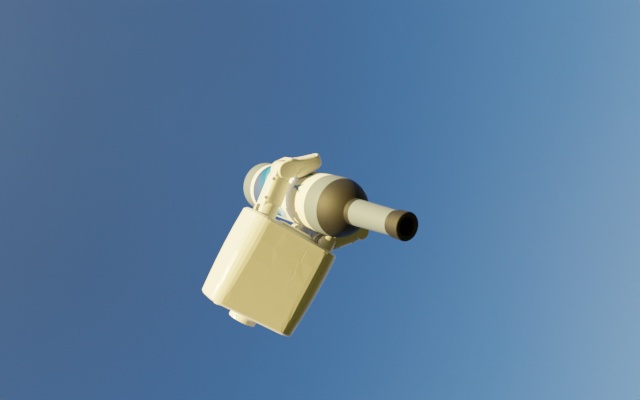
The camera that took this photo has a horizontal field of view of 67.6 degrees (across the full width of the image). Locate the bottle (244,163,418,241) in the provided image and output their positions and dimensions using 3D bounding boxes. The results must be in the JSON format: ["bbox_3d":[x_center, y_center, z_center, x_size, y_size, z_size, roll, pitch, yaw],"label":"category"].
[{"bbox_3d":[0.000,0.002,0.550,0.069,0.069,0.295,0,8,-32],"label":"bottle"}]
